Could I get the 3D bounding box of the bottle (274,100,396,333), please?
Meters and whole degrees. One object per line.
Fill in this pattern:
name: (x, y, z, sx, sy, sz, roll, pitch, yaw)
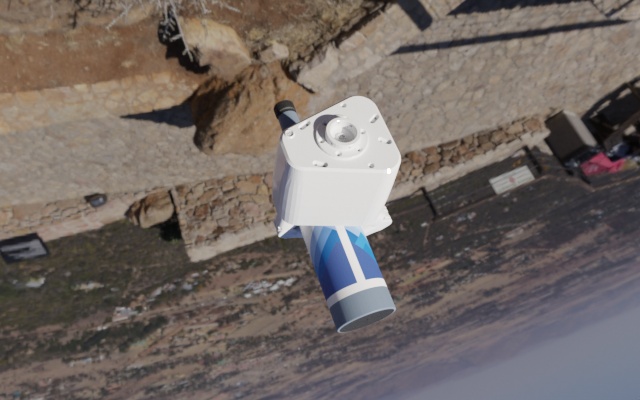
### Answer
bottle: (0.000, 0.002, 0.562, 0.069, 0.295, 0.069, -17, -25, -8)
